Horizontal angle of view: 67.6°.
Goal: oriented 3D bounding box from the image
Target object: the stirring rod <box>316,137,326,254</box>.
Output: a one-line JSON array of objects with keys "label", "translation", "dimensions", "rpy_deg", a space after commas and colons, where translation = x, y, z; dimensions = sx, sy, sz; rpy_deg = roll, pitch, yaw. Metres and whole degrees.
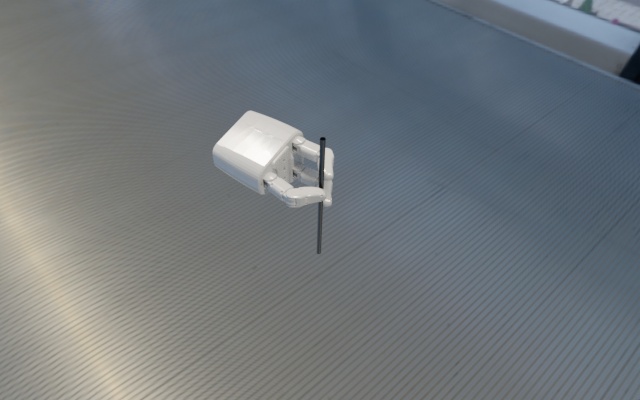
[{"label": "stirring rod", "translation": [0.000, 0.002, 0.734], "dimensions": [0.011, 0.240, 0.011], "rpy_deg": [1, 44, -1]}]
